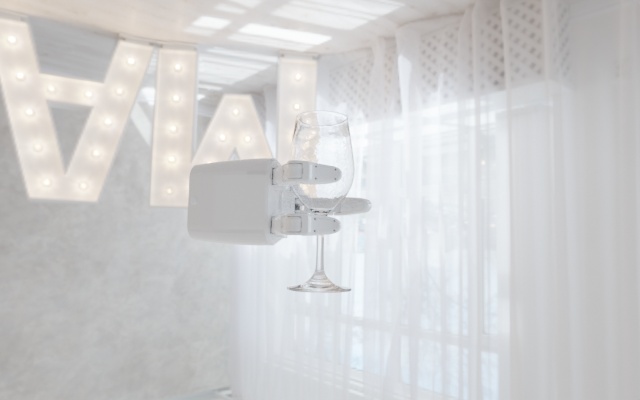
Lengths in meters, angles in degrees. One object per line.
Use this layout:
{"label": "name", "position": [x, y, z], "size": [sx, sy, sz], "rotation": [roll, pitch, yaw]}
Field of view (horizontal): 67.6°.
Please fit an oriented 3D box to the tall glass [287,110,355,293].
{"label": "tall glass", "position": [0.000, 0.002, 0.552], "size": [0.079, 0.201, 0.079], "rotation": [1, -5, 0]}
